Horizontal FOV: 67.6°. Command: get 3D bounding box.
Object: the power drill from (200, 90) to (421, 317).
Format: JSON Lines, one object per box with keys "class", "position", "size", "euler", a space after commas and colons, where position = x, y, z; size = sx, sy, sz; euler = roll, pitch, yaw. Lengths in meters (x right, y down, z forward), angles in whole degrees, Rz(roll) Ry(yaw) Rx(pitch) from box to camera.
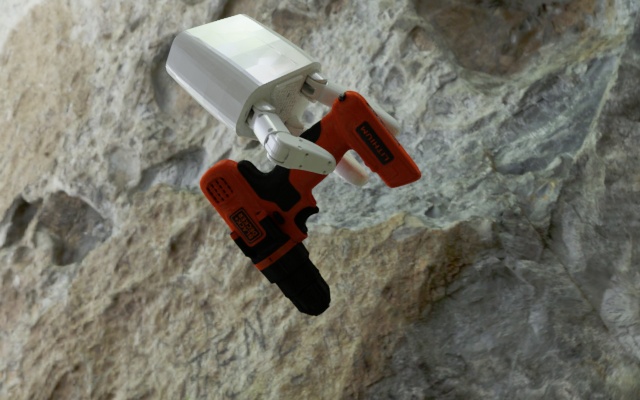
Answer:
{"class": "power drill", "position": [0.000, 0.001, 0.463], "size": [0.188, 0.184, 0.057], "euler": [-37, 6, 13]}
